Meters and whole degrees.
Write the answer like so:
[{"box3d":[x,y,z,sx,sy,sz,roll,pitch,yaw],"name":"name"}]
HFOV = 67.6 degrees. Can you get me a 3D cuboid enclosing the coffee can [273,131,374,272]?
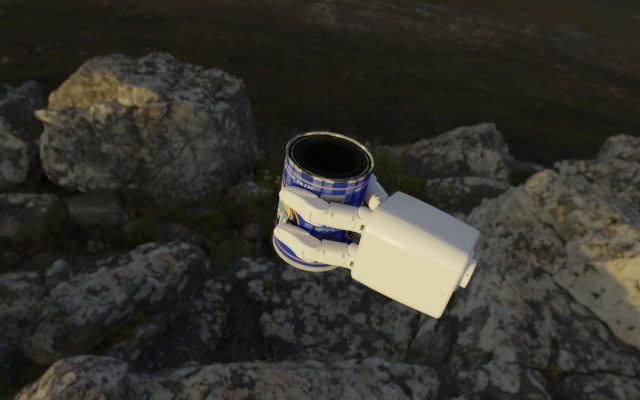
[{"box3d":[0.000,0.002,0.586,0.103,0.140,0.102,7,38,-6],"name":"coffee can"}]
